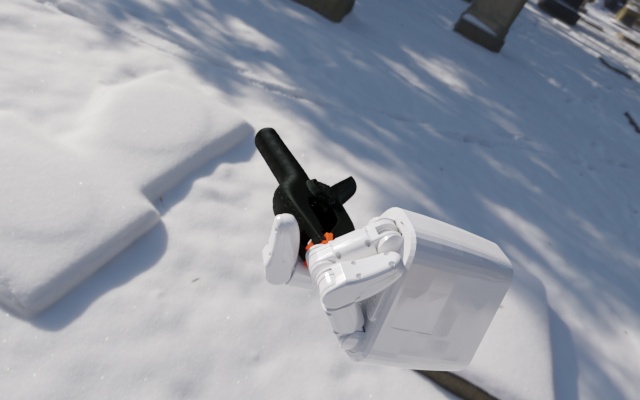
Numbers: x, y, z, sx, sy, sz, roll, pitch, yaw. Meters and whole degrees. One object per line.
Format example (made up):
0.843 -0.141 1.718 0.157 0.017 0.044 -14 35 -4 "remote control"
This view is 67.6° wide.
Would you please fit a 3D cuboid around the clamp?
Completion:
0.000 0.001 0.438 0.120 0.039 0.171 19 32 -27 "clamp"
